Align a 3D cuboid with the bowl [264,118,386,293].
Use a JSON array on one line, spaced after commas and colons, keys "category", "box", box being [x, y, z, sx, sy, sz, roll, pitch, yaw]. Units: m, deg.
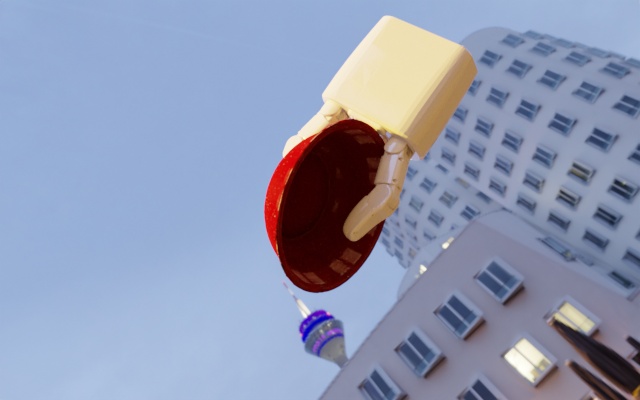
[{"category": "bowl", "box": [-0.001, 0.002, 0.447, 0.055, 0.162, 0.162, 17, 11, 38]}]
